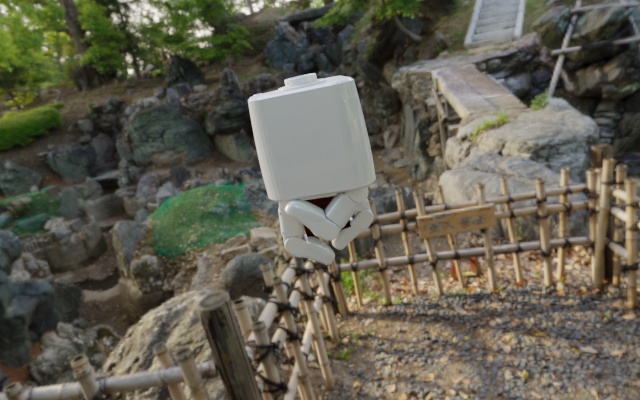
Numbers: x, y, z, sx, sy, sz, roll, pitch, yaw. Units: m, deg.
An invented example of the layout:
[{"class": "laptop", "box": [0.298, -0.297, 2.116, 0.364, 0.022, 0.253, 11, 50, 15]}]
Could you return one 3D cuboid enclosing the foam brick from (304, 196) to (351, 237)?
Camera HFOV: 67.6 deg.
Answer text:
[{"class": "foam brick", "box": [0.000, 0.002, 0.554, 0.053, 0.051, 0.078, -15, 17, -4]}]
